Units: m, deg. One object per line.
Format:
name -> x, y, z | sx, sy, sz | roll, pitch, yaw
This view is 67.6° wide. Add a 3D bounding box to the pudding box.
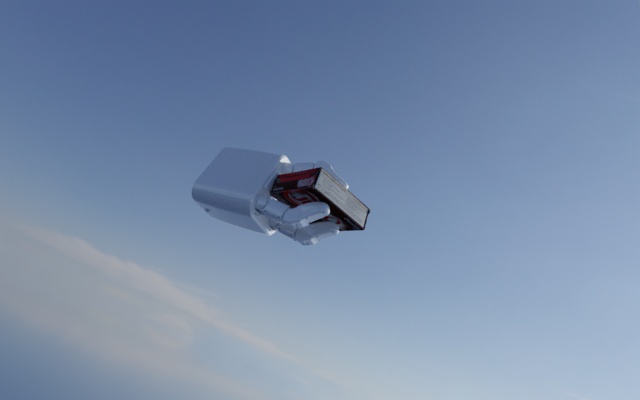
pudding box -> 0.000, 0.002, 0.663 | 0.090, 0.039, 0.113 | -5, -33, 47
